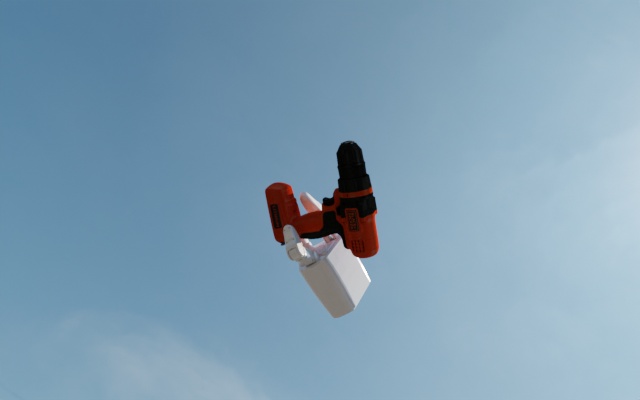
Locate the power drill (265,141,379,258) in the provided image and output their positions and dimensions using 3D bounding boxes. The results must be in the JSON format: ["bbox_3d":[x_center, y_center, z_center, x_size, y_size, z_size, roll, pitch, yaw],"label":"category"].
[{"bbox_3d":[0.000,0.003,0.772,0.187,0.184,0.057,-3,12,35],"label":"power drill"}]
